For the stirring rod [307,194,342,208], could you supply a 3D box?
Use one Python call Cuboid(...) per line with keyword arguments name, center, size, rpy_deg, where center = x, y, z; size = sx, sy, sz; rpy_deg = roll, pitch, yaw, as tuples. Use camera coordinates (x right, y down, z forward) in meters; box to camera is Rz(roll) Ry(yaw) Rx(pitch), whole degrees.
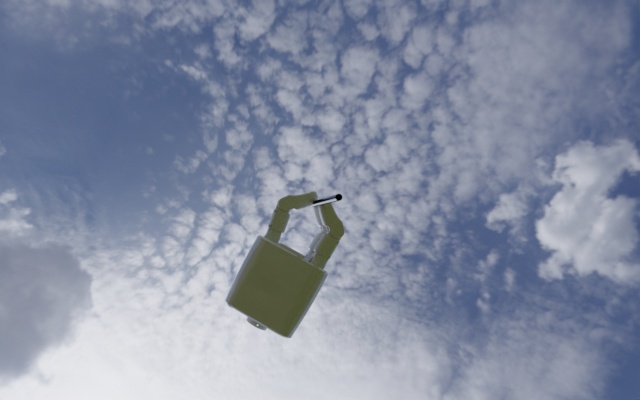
Cuboid(name="stirring rod", center=(0.000, 0.002, 0.648), size=(0.011, 0.011, 0.239), rpy_deg=(0, -3, -10))
